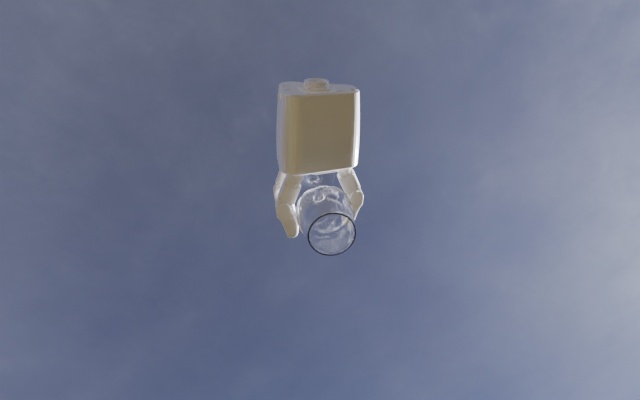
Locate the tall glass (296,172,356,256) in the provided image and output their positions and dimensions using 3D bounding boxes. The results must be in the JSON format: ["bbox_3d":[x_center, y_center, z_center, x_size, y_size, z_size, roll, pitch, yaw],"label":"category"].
[{"bbox_3d":[0.000,0.002,0.685,0.079,0.079,0.201,0,24,-9],"label":"tall glass"}]
